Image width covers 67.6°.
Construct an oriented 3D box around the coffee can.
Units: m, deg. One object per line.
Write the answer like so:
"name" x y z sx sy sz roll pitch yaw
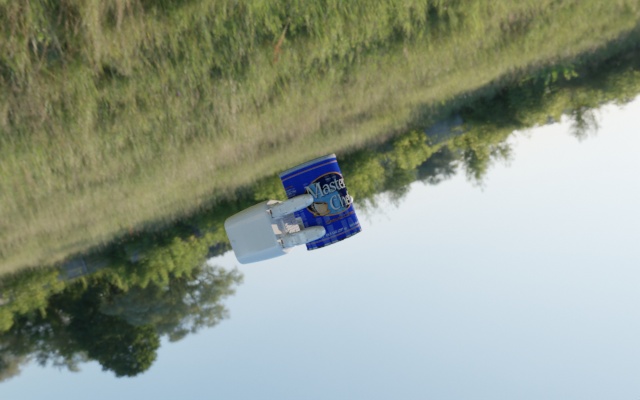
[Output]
"coffee can" 0.000 0.002 0.819 0.103 0.140 0.103 -20 1 0
